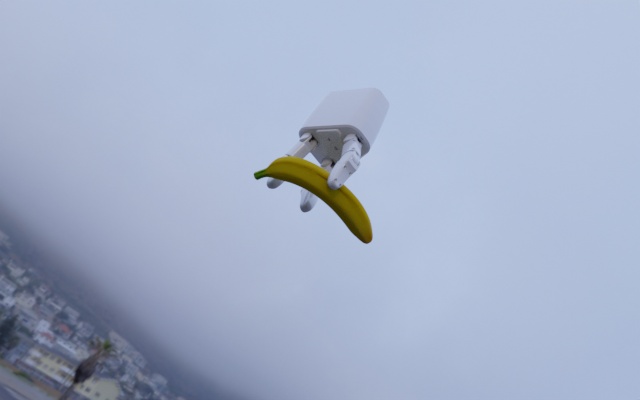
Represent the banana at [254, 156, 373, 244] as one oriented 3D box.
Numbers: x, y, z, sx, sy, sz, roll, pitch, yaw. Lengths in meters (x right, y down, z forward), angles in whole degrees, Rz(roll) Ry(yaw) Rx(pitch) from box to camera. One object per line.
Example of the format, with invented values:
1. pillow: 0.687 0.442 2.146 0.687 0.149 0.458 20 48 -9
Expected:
1. banana: 0.005 -0.009 0.676 0.198 0.037 0.070 32 -39 -6
